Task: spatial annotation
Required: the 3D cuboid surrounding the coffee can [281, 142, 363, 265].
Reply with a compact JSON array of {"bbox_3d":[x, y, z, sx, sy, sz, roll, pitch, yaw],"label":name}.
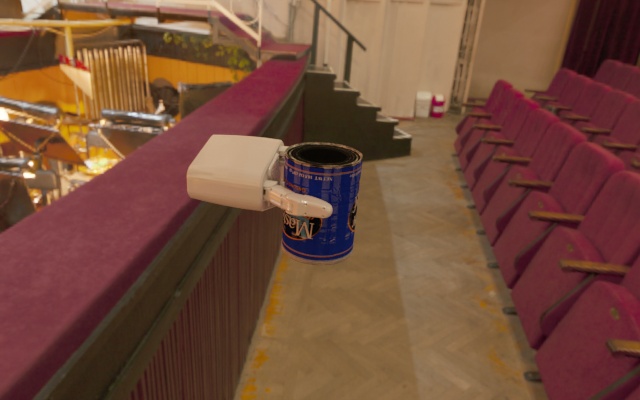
[{"bbox_3d":[0.000,0.002,0.651,0.103,0.140,0.102,3,23,-1],"label":"coffee can"}]
